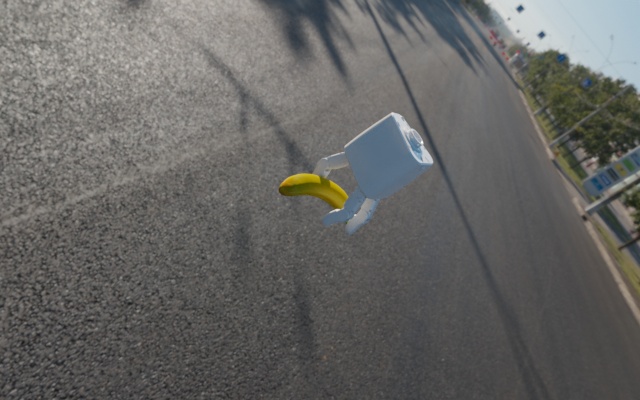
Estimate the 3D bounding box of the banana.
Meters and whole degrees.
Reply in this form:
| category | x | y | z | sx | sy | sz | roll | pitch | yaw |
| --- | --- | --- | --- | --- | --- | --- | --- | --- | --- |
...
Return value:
| category | x | y | z | sx | sy | sz | roll | pitch | yaw |
| --- | --- | --- | --- | --- | --- | --- | --- | --- | --- |
| banana | -0.001 | -0.012 | 0.845 | 0.037 | 0.069 | 0.198 | -32 | -39 | 29 |
